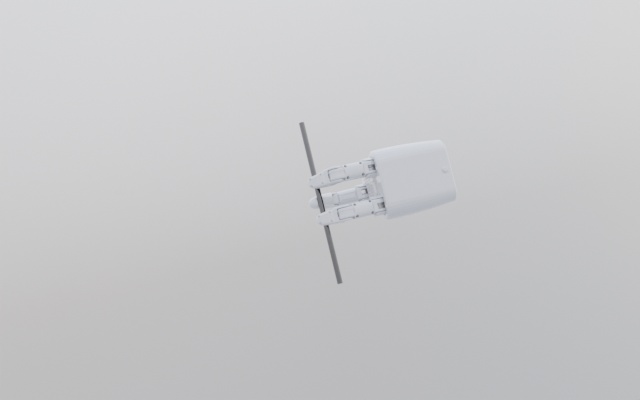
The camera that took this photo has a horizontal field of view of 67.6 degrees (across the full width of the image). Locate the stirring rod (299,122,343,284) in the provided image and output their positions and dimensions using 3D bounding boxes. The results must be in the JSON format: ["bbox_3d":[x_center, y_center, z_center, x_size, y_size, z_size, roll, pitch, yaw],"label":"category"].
[{"bbox_3d":[0.000,0.002,0.693,0.011,0.239,0.011,-13,-5,-1],"label":"stirring rod"}]
